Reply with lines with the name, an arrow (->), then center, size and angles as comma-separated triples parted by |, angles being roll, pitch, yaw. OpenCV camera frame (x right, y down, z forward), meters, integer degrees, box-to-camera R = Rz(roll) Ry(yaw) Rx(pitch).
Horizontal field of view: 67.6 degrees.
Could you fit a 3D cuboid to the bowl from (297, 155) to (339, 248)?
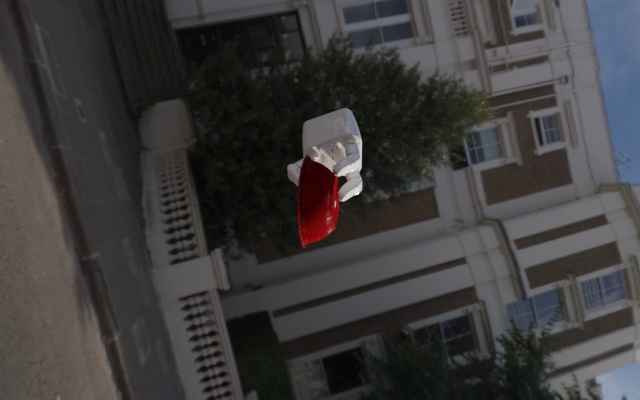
bowl -> 0.000, 0.004, 0.834 | 0.055, 0.162, 0.162 | 3, 0, 9
